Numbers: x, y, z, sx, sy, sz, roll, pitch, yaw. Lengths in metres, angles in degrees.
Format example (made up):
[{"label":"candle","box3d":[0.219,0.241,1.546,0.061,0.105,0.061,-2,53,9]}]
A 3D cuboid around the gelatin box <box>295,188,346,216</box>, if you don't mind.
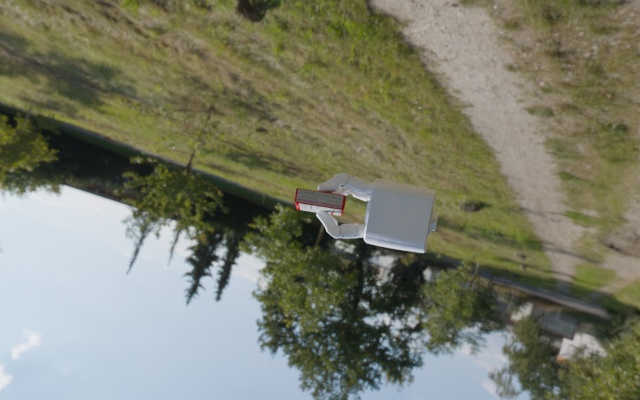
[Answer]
[{"label":"gelatin box","box3d":[0.000,0.003,0.862,0.089,0.030,0.073,8,-10,2]}]
